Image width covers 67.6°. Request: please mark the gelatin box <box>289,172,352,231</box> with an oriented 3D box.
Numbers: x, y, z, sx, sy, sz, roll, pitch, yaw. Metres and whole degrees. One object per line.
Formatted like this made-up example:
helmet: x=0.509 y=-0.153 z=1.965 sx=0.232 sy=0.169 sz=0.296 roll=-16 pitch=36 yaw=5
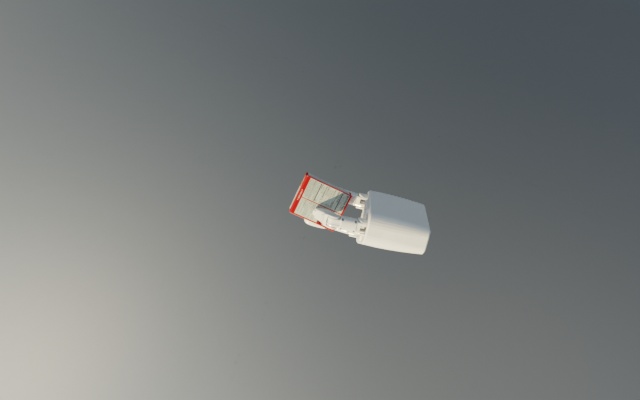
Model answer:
gelatin box: x=0.000 y=0.003 z=0.835 sx=0.089 sy=0.073 sz=0.030 roll=24 pitch=13 yaw=-9
